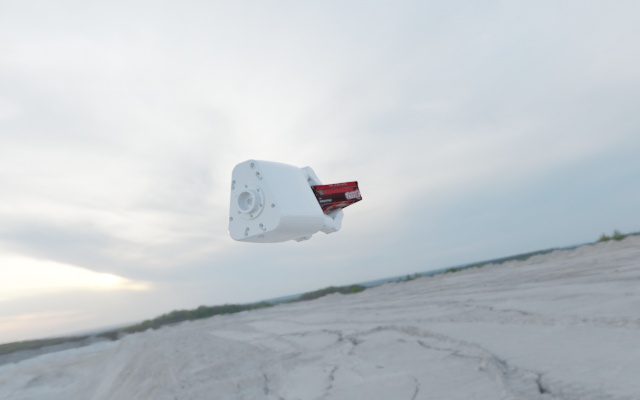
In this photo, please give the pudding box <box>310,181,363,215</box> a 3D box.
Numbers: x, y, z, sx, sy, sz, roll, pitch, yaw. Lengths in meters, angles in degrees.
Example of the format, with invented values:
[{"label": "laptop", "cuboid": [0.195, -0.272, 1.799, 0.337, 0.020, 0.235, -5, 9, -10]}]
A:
[{"label": "pudding box", "cuboid": [0.000, 0.002, 0.786, 0.090, 0.039, 0.113, -6, -10, -33]}]
